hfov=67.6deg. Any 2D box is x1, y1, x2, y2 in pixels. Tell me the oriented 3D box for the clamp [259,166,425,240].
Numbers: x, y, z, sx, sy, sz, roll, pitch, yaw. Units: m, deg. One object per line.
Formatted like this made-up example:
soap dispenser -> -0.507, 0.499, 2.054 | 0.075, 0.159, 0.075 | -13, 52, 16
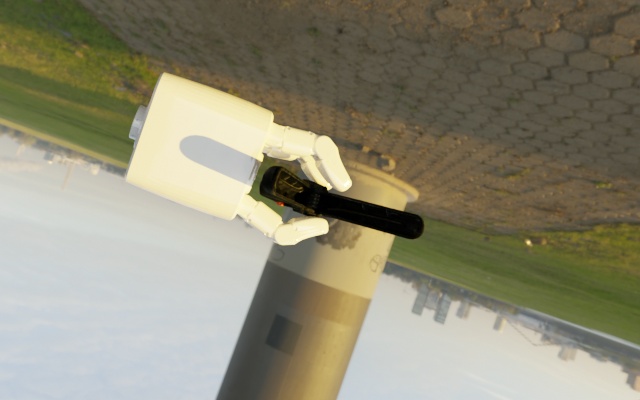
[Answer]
clamp -> -0.001, 0.002, 0.506 | 0.164, 0.036, 0.210 | 19, -4, -17
